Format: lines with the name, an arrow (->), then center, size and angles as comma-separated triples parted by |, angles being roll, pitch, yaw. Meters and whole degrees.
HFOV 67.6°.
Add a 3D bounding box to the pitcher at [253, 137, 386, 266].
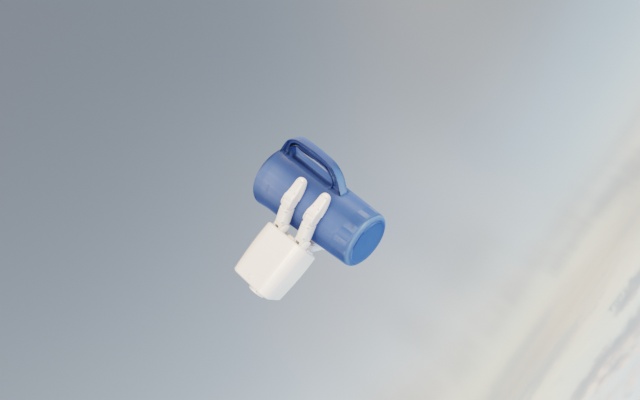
pitcher -> 0.000, 0.003, 0.881 | 0.242, 0.145, 0.149 | 36, -5, 29
